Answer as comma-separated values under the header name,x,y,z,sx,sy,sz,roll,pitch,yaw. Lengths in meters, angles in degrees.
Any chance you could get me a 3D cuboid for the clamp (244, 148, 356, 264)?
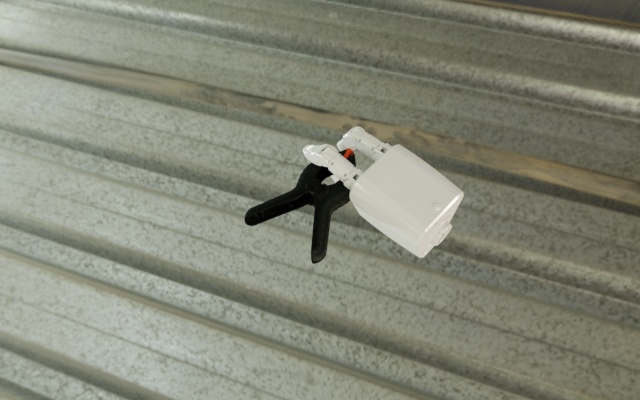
name,x,y,z,sx,sy,sz,roll,pitch,yaw
clamp,0.000,0.002,0.614,0.120,0.171,0.039,39,-21,24
